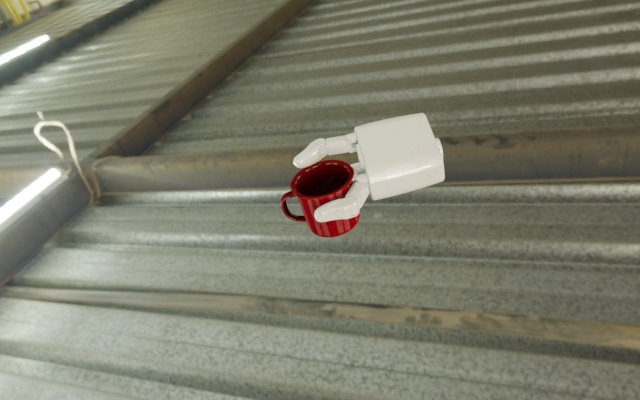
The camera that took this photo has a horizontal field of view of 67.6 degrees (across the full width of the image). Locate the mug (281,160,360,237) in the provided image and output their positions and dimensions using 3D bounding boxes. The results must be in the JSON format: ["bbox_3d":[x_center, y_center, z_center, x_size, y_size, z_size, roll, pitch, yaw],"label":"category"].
[{"bbox_3d":[-0.001,0.003,0.701,0.117,0.082,0.093,-13,36,6],"label":"mug"}]
